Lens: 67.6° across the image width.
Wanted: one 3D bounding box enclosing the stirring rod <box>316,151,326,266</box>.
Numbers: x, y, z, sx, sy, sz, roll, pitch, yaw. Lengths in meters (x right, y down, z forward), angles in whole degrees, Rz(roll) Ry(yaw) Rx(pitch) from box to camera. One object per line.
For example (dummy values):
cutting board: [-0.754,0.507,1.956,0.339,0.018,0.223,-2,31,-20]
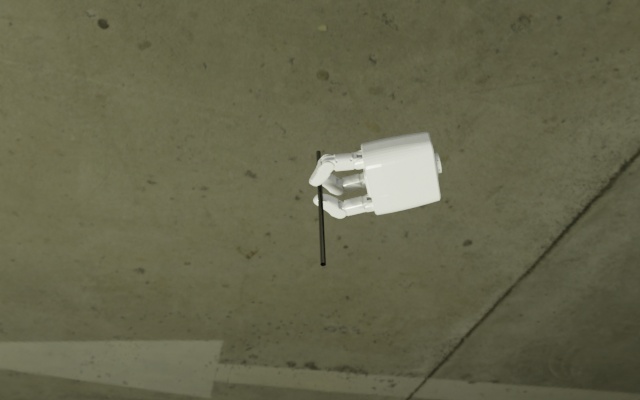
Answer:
stirring rod: [0.000,0.002,0.742,0.011,0.239,0.011,-1,-44,-1]
